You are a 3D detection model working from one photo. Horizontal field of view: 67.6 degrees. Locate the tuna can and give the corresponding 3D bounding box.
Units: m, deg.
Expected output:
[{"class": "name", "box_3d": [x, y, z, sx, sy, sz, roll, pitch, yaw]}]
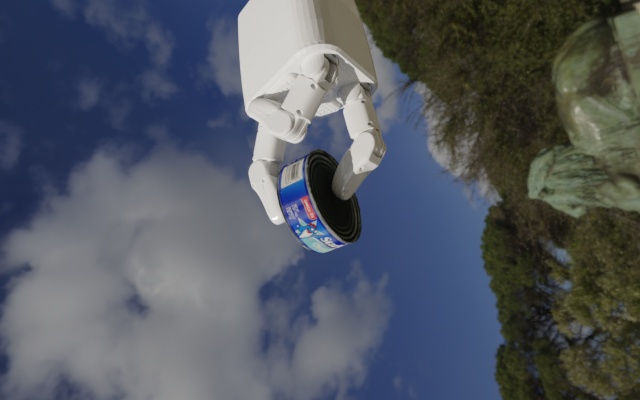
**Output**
[{"class": "tuna can", "box_3d": [0.000, 0.002, 0.413, 0.034, 0.086, 0.086, -23, -11, 26]}]
